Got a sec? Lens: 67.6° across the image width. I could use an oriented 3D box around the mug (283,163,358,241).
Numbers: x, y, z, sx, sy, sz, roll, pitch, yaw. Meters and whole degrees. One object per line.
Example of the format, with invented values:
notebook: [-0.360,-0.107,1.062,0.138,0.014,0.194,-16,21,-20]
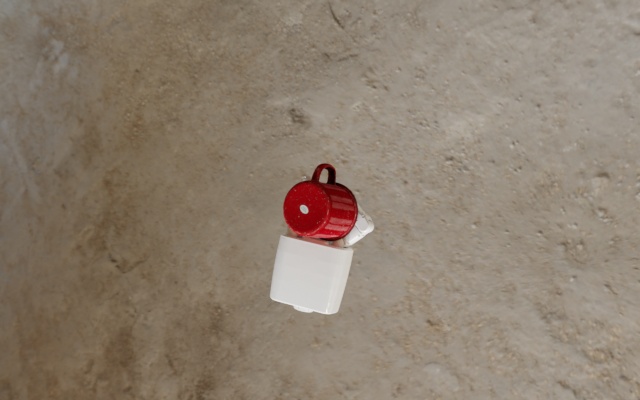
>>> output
mug: [0.000,0.001,0.712,0.093,0.117,0.081,12,1,29]
